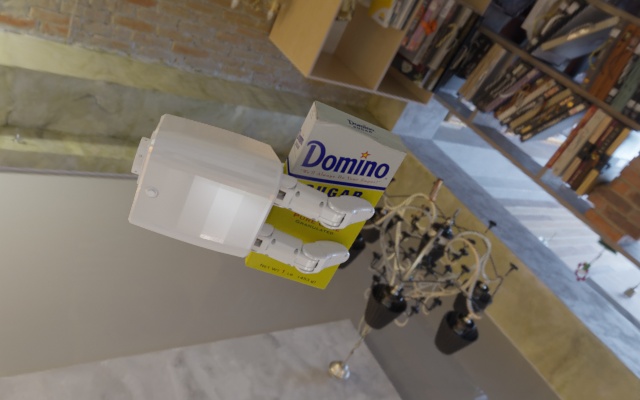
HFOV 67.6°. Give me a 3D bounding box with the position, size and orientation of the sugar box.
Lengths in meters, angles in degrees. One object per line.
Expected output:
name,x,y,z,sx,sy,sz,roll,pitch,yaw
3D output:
sugar box,0.000,0.002,0.469,0.093,0.176,0.048,19,30,-17
